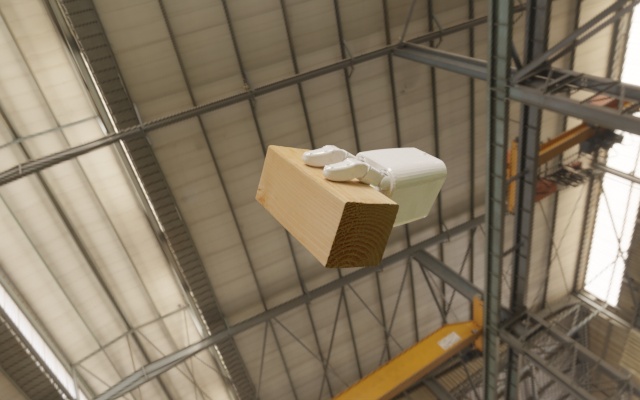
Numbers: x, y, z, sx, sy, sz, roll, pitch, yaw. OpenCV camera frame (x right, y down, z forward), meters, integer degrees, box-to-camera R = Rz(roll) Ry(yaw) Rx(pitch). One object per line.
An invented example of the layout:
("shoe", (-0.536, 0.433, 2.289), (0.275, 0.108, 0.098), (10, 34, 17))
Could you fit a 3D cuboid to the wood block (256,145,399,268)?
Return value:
("wood block", (0.000, 0.002, 0.662), (0.090, 0.091, 0.206), (3, 22, -35))
